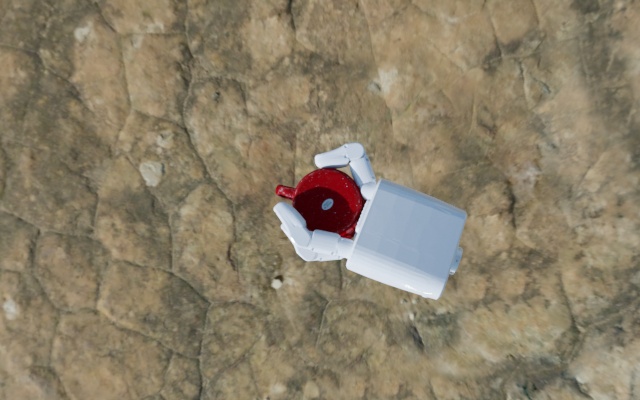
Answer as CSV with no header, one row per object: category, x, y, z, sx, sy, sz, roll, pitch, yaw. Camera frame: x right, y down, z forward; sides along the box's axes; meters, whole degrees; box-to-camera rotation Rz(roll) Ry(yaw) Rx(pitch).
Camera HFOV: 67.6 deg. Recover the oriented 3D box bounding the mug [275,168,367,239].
mug,-0.001,0.001,0.589,0.117,0.093,0.081,20,-4,8
